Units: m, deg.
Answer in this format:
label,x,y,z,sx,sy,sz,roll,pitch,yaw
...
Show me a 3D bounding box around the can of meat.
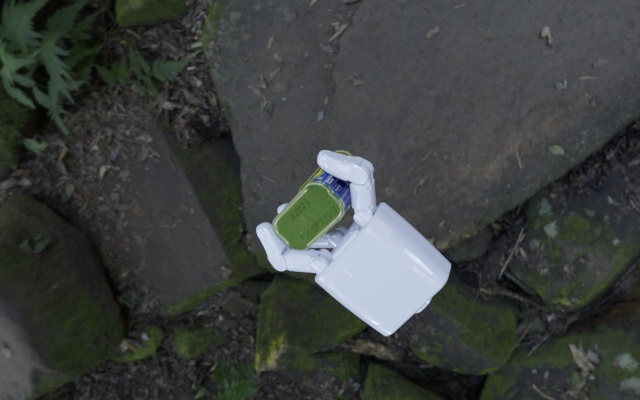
label,x,y,z,sx,sy,sz,roll,pitch,yaw
can of meat,0.000,0.002,0.550,0.102,0.057,0.084,-45,4,36
